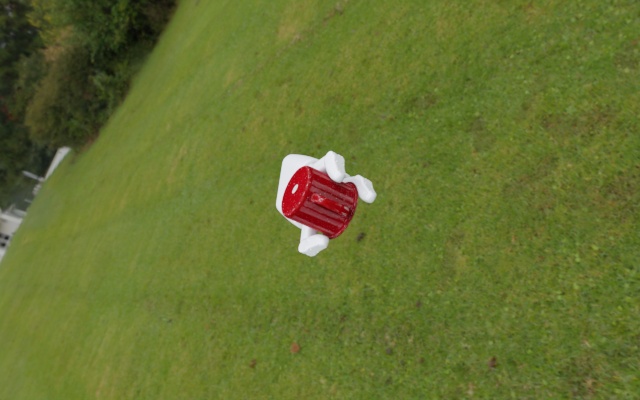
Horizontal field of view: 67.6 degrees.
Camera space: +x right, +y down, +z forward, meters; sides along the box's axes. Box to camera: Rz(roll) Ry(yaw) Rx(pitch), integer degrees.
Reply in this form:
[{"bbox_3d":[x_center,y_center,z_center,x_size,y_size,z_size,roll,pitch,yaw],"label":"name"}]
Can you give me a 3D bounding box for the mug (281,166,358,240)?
[{"bbox_3d":[0.000,0.003,0.687,0.081,0.093,0.117,24,0,-25],"label":"mug"}]
